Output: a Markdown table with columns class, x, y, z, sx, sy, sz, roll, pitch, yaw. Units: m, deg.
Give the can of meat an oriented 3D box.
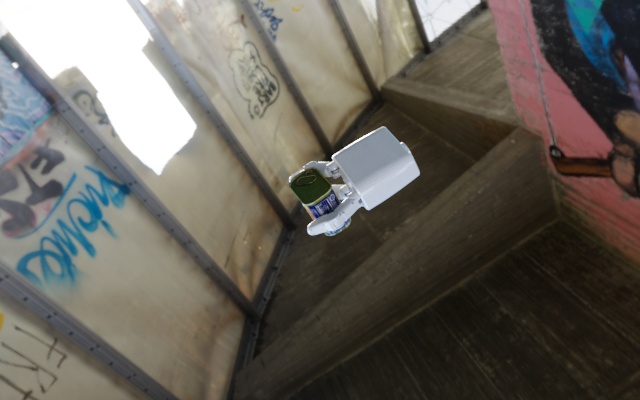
| class | x | y | z | sx | sy | sz | roll | pitch | yaw |
| --- | --- | --- | --- | --- | --- | --- | --- | --- | --- |
| can of meat | 0.000 | 0.003 | 0.816 | 0.057 | 0.084 | 0.102 | -36 | 34 | -4 |
